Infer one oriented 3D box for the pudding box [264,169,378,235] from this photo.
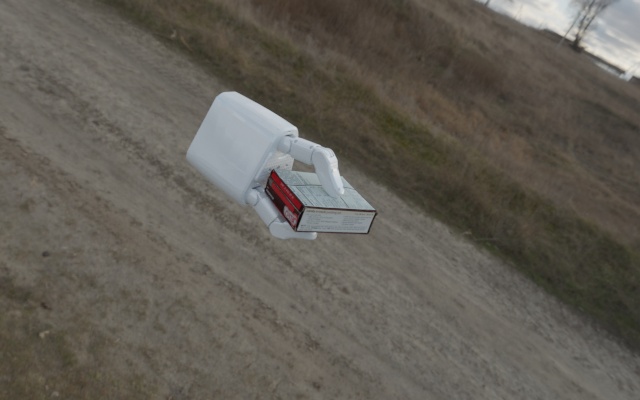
[{"bbox_3d":[0.000,0.002,0.583,0.113,0.039,0.090,3,31,-35],"label":"pudding box"}]
